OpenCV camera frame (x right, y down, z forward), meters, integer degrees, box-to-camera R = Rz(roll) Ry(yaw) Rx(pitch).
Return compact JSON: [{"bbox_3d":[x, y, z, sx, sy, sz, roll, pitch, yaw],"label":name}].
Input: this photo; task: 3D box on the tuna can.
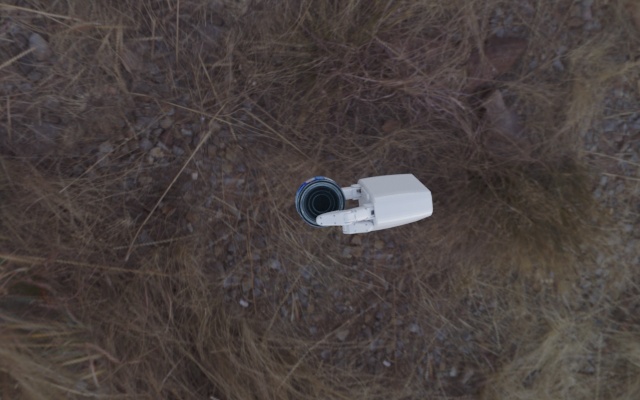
[{"bbox_3d":[0.000,0.003,0.822,0.086,0.086,0.033,0,10,-8],"label":"tuna can"}]
